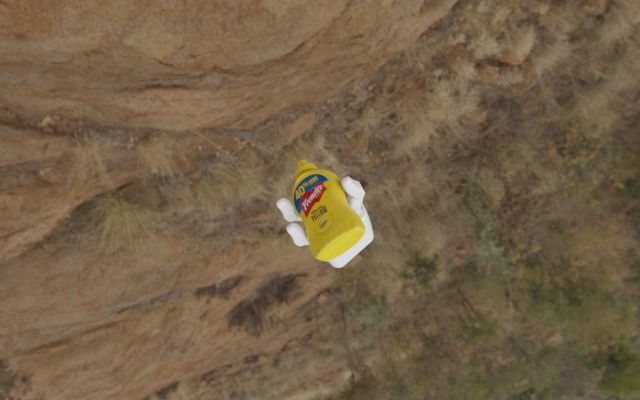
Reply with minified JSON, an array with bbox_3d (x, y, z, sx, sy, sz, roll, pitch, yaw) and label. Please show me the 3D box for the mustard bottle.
[{"bbox_3d":[0.000,0.003,0.828,0.096,0.191,0.058,-40,-36,22],"label":"mustard bottle"}]
